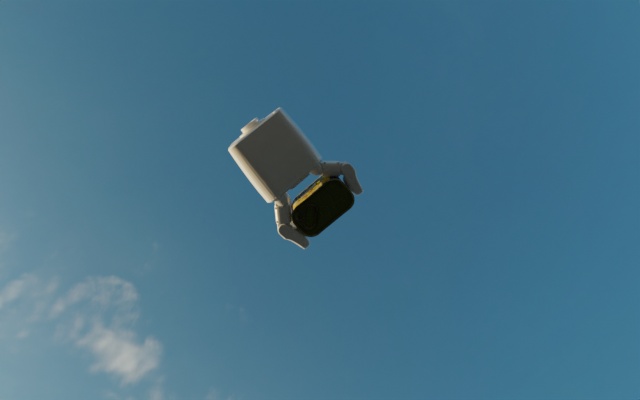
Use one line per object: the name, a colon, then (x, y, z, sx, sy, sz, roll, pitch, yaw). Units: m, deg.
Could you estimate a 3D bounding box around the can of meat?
can of meat: (0.000, 0.002, 0.783, 0.102, 0.057, 0.084, -40, 14, 5)
